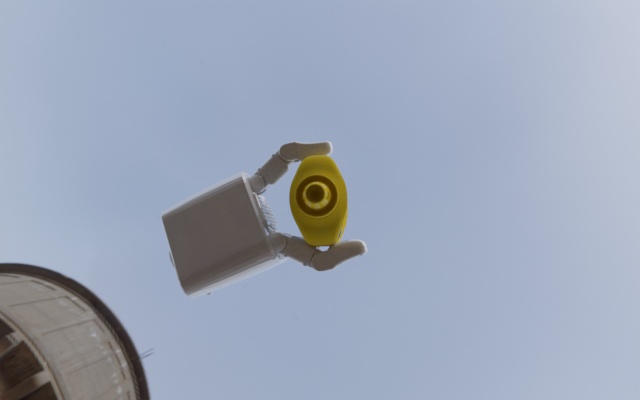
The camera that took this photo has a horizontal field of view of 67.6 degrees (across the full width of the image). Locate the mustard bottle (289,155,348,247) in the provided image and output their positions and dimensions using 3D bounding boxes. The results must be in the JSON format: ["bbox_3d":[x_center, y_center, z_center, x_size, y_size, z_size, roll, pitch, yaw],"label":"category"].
[{"bbox_3d":[0.000,0.002,0.518,0.058,0.096,0.191,-1,-5,4],"label":"mustard bottle"}]
